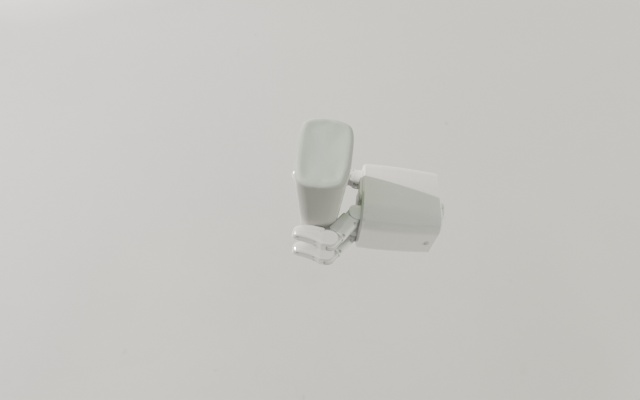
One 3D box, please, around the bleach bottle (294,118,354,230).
[{"bbox_3d":[0.000,0.002,0.662,0.068,0.102,0.251,7,-28,2],"label":"bleach bottle"}]
